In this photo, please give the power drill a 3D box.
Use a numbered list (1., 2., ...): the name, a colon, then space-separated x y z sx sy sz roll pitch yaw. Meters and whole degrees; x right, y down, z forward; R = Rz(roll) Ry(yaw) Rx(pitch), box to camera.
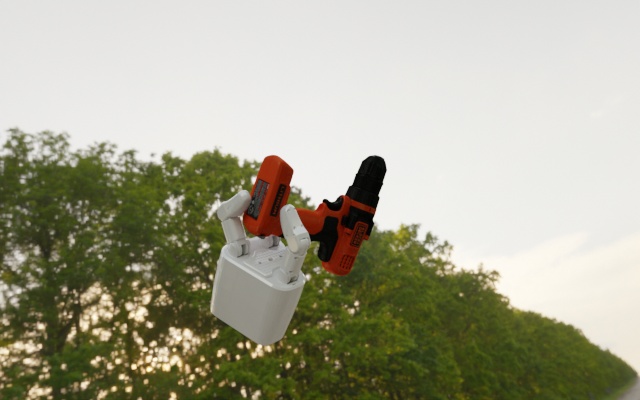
1. power drill: 0.000 0.002 0.658 0.188 0.184 0.057 20 0 -33
